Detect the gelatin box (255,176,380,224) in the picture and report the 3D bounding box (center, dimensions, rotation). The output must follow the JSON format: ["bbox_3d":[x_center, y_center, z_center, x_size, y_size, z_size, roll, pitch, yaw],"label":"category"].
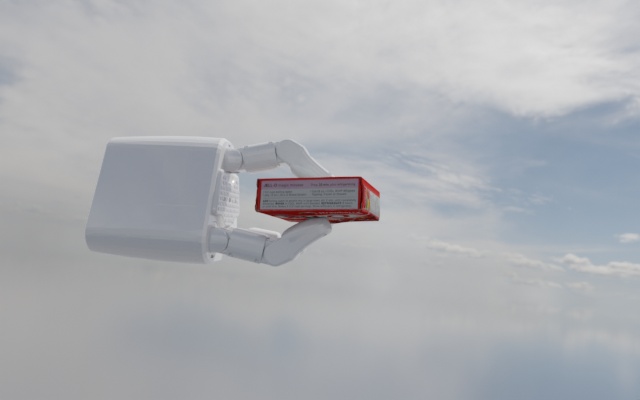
[{"bbox_3d":[0.000,0.001,0.401,0.089,0.030,0.073,-1,-9,17],"label":"gelatin box"}]
